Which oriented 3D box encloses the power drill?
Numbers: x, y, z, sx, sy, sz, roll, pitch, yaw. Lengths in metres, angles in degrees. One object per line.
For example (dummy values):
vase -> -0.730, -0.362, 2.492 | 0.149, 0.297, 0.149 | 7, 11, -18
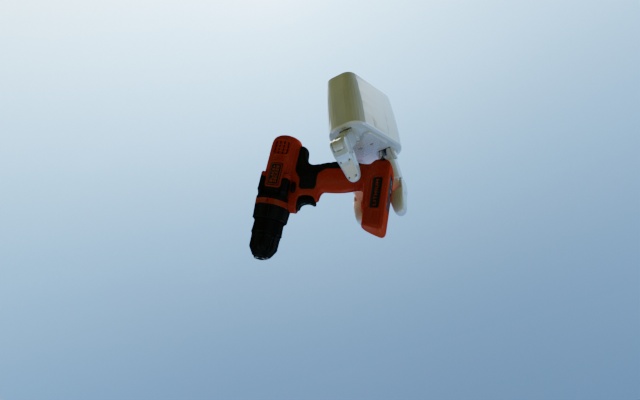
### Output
power drill -> 0.001, 0.002, 0.658 | 0.187, 0.184, 0.057 | 7, -15, 14
